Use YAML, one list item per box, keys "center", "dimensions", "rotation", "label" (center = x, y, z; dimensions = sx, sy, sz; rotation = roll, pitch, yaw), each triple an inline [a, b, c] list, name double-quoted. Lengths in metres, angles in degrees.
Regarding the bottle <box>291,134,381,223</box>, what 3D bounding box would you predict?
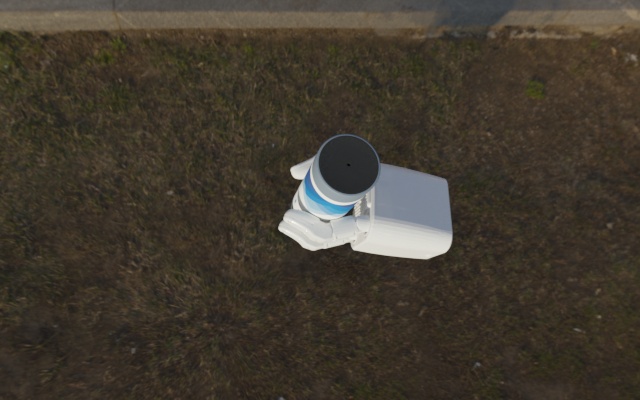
- center: [0.000, 0.002, 0.613]
  dimensions: [0.069, 0.069, 0.296]
  rotation: [0, -15, -11]
  label: "bottle"
